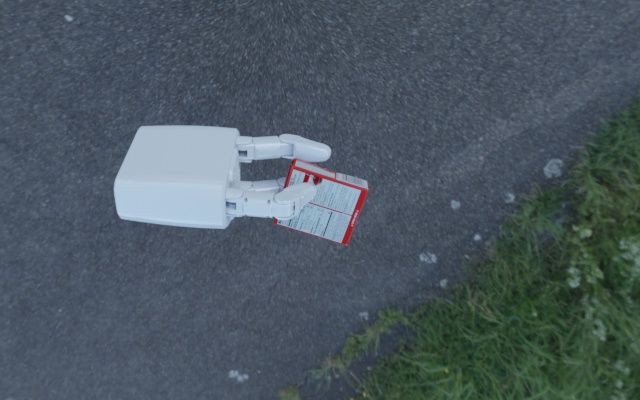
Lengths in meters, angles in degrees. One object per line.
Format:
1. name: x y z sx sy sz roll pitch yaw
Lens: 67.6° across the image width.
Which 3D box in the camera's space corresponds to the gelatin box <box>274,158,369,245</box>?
1. gelatin box: 0.000 0.002 0.530 0.089 0.073 0.030 17 24 -4
